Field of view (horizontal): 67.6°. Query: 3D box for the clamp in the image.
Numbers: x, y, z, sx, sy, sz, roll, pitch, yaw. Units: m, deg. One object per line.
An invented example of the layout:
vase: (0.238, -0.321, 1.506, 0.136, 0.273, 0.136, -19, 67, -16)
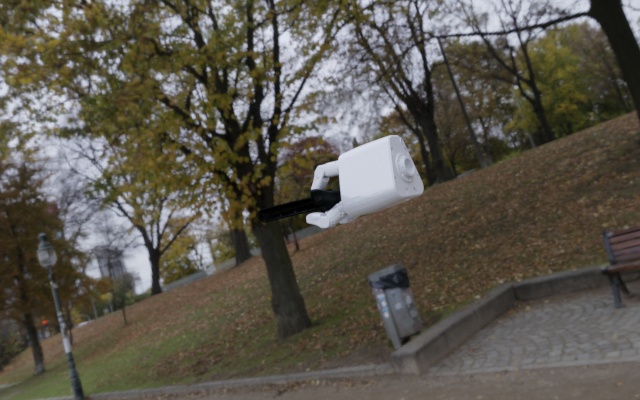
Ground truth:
clamp: (0.000, 0.002, 0.864, 0.164, 0.036, 0.210, -17, -6, 40)
